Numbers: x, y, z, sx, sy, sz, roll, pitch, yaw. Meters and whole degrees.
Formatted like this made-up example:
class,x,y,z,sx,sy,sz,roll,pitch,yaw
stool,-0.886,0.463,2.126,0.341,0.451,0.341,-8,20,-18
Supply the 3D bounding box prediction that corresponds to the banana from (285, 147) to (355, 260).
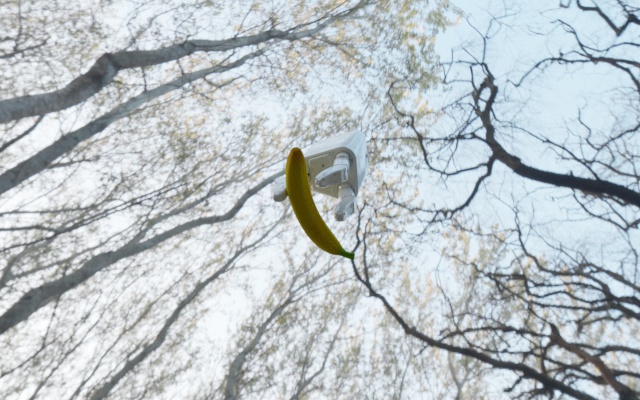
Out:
class,x,y,z,sx,sy,sz,roll,pitch,yaw
banana,-0.013,0.011,0.748,0.069,0.198,0.037,-20,17,32
